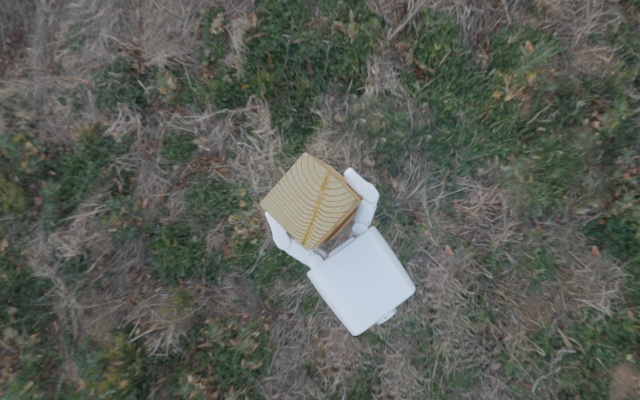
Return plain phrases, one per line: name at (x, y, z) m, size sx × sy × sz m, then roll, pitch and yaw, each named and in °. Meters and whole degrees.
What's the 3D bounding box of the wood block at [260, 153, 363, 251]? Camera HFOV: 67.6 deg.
wood block at (0.001, 0.002, 0.687) m, size 0.090 × 0.091 × 0.206 m, roll 43°, pitch 6°, yaw 7°
